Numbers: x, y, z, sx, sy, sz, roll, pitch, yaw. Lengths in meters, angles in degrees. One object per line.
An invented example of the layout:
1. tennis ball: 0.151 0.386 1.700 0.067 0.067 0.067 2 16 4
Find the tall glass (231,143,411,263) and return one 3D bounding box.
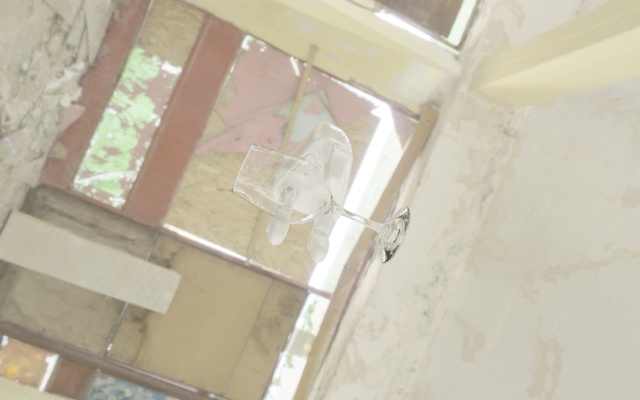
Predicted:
1. tall glass: 0.001 0.002 0.562 0.201 0.079 0.079 24 -4 -9
